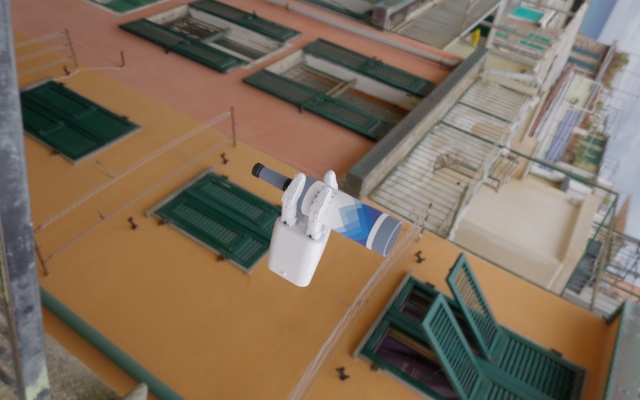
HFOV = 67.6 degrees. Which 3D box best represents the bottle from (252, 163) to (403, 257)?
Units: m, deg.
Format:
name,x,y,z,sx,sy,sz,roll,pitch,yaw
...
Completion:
name,x,y,z,sx,sy,sz,roll,pitch,yaw
bottle,0.000,0.003,0.856,0.295,0.069,0.069,27,10,20
